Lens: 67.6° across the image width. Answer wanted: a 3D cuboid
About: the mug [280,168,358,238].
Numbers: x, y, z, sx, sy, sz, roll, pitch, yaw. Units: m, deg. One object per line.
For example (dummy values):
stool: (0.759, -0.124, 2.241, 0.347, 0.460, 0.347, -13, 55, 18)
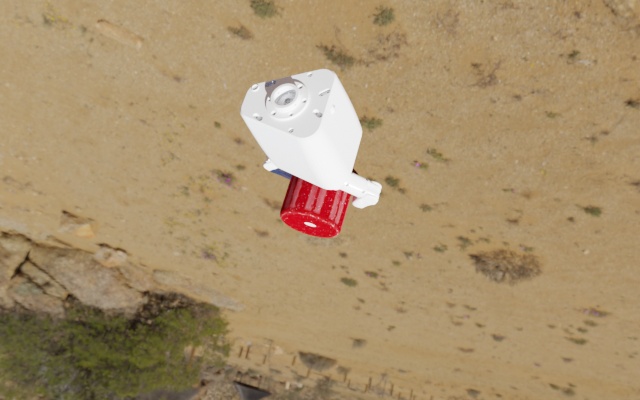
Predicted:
mug: (0.000, 0.003, 0.632, 0.093, 0.081, 0.117, 7, -24, 24)
